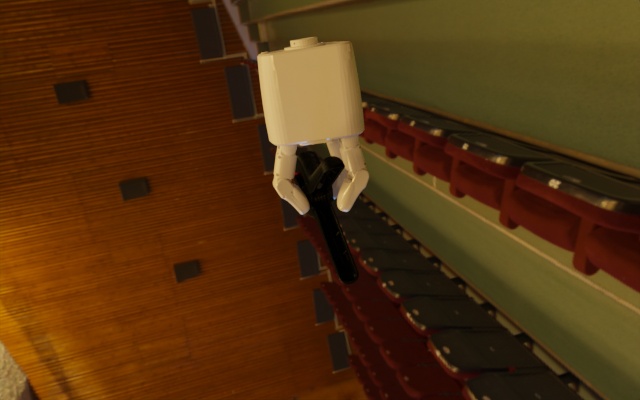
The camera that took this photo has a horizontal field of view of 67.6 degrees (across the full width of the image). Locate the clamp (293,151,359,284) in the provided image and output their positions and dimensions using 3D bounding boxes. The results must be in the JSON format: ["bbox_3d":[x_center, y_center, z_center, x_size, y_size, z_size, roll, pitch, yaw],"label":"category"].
[{"bbox_3d":[-0.001,0.002,0.624,0.036,0.165,0.210,-14,21,-12],"label":"clamp"}]
